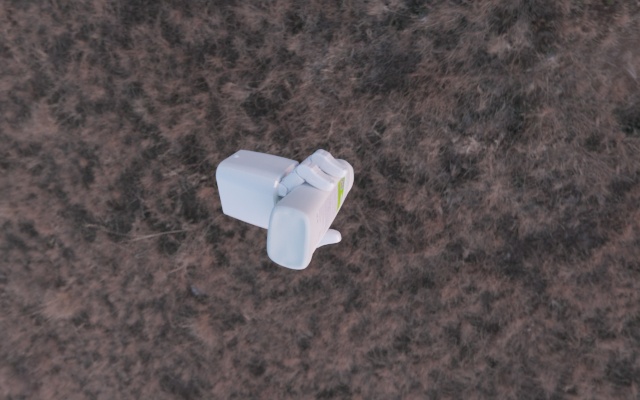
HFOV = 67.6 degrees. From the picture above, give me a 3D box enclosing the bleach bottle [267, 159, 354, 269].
[{"bbox_3d":[0.000,0.002,0.766,0.068,0.103,0.250,16,29,16],"label":"bleach bottle"}]
